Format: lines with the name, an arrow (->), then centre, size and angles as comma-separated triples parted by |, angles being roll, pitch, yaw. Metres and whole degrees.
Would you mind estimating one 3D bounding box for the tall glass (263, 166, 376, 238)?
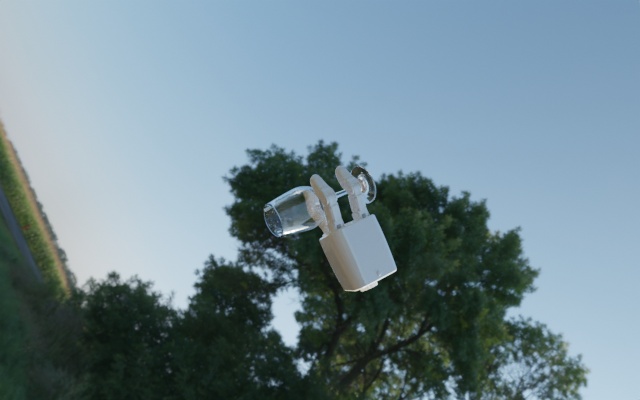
tall glass -> 0.001, 0.002, 0.851 | 0.201, 0.079, 0.079 | -21, 11, -30
